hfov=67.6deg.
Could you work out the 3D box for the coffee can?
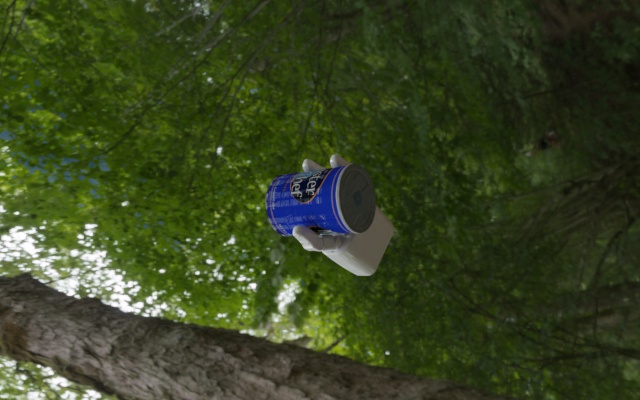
[{"bbox_3d":[0.000,0.002,0.741,0.140,0.103,0.103,-5,-3,36],"label":"coffee can"}]
